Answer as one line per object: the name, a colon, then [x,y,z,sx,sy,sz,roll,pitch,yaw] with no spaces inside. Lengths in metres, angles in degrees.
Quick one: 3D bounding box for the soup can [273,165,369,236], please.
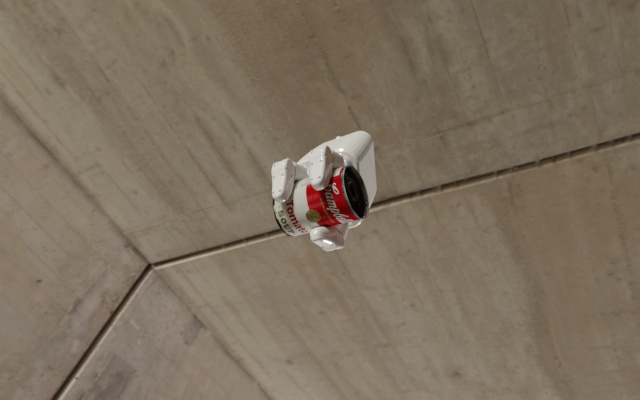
soup can: [0.000,0.002,0.595,0.102,0.068,0.068,-16,-7,26]
